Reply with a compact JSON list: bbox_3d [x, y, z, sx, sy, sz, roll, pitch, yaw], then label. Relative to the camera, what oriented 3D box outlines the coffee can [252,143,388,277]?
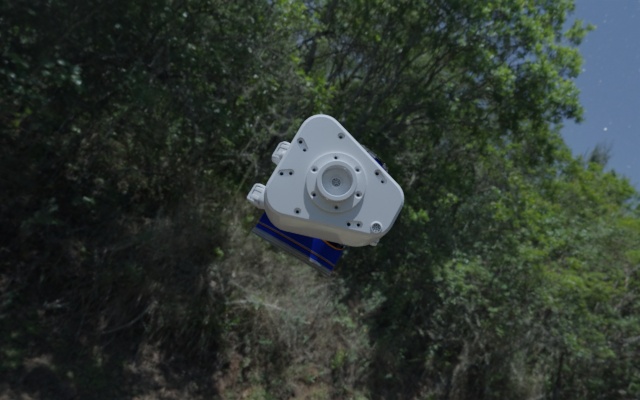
[{"bbox_3d":[0.000,0.002,0.553,0.103,0.140,0.103,29,-8,4],"label":"coffee can"}]
